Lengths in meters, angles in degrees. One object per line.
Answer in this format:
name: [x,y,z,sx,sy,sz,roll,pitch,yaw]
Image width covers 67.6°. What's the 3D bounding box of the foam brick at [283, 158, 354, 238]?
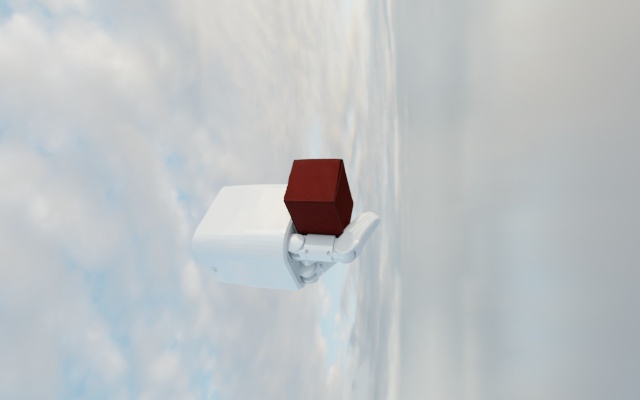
foam brick: [0.000,0.001,0.480,0.051,0.053,0.078,3,-34,15]
